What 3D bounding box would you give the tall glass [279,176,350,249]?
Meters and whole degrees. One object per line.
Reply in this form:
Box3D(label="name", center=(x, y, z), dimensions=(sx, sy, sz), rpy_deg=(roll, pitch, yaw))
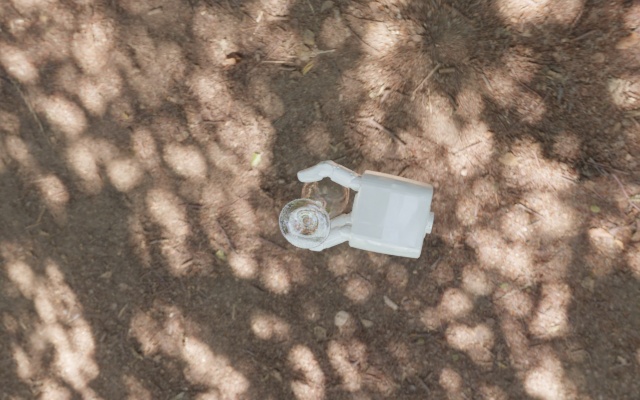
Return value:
Box3D(label="tall glass", center=(0.000, 0.003, 0.754), dimensions=(0.079, 0.079, 0.201), rpy_deg=(0, 18, 13))
